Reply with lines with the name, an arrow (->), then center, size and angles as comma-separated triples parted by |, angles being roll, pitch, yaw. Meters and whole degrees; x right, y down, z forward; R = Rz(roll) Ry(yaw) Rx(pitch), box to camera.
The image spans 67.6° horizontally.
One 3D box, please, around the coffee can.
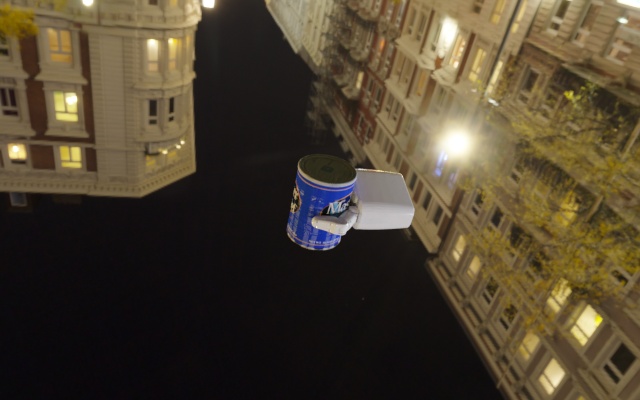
coffee can -> 0.000, 0.003, 0.851 | 0.103, 0.140, 0.102 | 9, 32, -6
